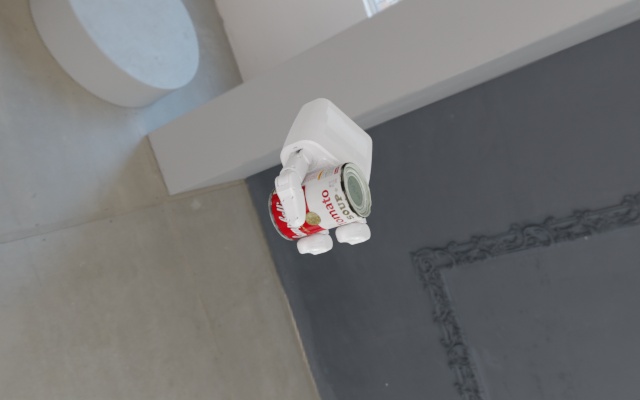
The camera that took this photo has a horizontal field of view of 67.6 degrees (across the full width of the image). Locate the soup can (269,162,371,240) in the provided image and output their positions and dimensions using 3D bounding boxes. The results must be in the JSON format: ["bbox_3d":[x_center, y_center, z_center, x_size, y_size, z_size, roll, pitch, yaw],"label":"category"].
[{"bbox_3d":[0.000,0.002,0.559,0.102,0.068,0.068,-18,-9,28],"label":"soup can"}]
